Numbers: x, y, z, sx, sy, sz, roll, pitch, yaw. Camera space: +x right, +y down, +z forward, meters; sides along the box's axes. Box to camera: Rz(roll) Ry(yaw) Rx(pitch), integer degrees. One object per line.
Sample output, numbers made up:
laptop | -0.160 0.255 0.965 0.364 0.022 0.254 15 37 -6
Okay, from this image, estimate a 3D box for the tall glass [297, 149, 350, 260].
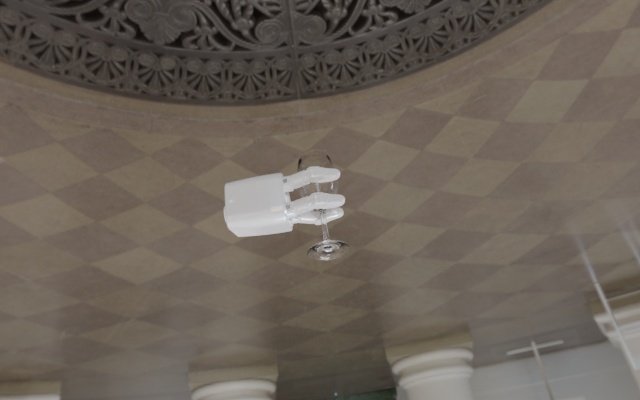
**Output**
tall glass | 0.000 0.003 0.872 0.079 0.201 0.079 -6 -31 -4
